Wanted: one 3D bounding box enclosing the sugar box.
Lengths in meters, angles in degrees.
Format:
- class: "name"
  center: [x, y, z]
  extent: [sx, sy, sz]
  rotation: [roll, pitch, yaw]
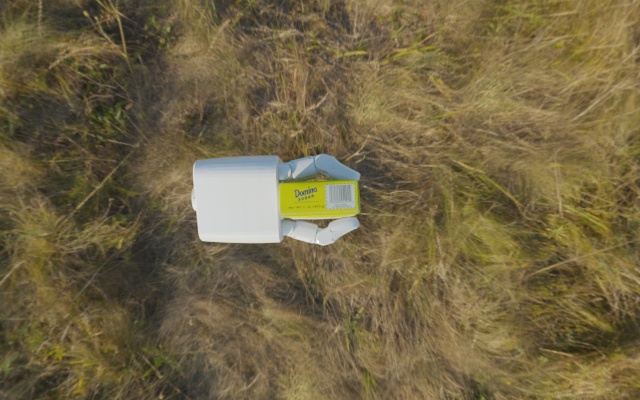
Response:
- class: "sugar box"
  center: [0.000, 0.001, 0.627]
  extent: [0.093, 0.048, 0.176]
  rotation: [-2, -1, 0]
